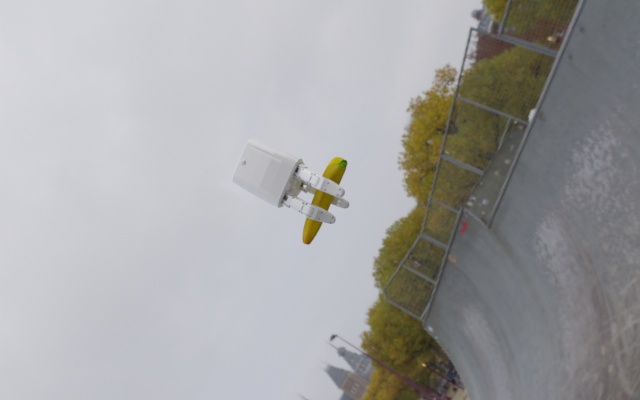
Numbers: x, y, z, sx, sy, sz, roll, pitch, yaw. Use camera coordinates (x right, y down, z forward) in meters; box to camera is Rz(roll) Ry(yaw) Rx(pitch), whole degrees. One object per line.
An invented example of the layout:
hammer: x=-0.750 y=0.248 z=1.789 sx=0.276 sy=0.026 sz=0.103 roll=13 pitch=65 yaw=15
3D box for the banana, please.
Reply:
banana: x=0.006 y=-0.008 z=0.885 sx=0.037 sy=0.198 sz=0.069 roll=25 pitch=31 yaw=3
